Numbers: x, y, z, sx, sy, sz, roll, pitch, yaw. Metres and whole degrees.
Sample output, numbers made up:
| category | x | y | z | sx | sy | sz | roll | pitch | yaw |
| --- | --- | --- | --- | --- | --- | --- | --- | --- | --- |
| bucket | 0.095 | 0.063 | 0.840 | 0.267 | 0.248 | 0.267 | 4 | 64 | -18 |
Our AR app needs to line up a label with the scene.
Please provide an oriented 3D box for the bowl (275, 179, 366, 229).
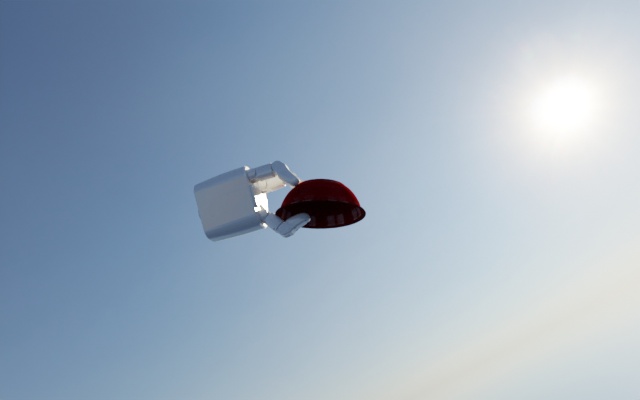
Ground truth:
| category | x | y | z | sx | sy | sz | roll | pitch | yaw |
| --- | --- | --- | --- | --- | --- | --- | --- | --- | --- |
| bowl | 0.001 | 0.002 | 0.858 | 0.162 | 0.055 | 0.162 | 0 | -20 | 0 |
